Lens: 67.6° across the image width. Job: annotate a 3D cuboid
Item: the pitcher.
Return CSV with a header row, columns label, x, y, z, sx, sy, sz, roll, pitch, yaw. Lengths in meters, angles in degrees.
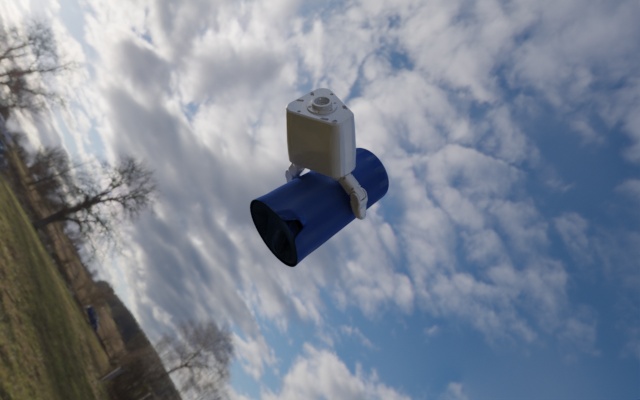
label,x,y,z,sx,sy,sz,roll,pitch,yaw
pitcher,0.000,0.003,0.868,0.242,0.145,0.149,-32,50,-27
